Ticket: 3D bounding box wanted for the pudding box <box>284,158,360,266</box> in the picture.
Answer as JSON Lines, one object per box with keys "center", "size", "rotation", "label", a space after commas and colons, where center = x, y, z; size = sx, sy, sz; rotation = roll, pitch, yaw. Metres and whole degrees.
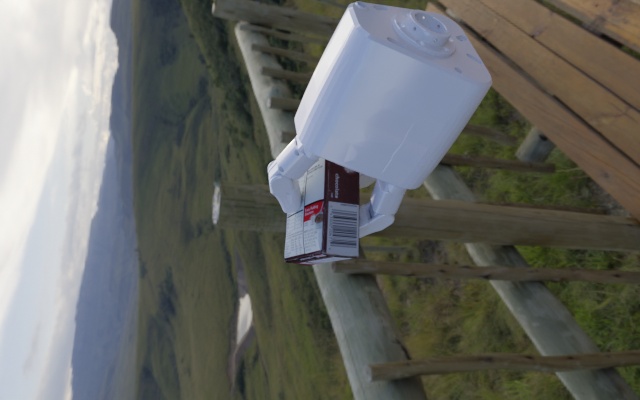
{"center": [0.000, 0.001, 0.453], "size": [0.039, 0.113, 0.090], "rotation": [10, -15, -24], "label": "pudding box"}
